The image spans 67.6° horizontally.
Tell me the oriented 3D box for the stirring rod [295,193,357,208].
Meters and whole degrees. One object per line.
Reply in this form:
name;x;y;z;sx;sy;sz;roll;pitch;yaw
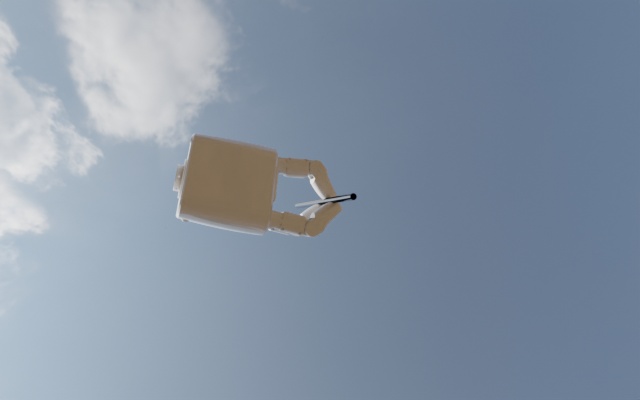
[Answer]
stirring rod;0.000;0.002;0.650;0.011;0.011;0.239;0;-3;-18
